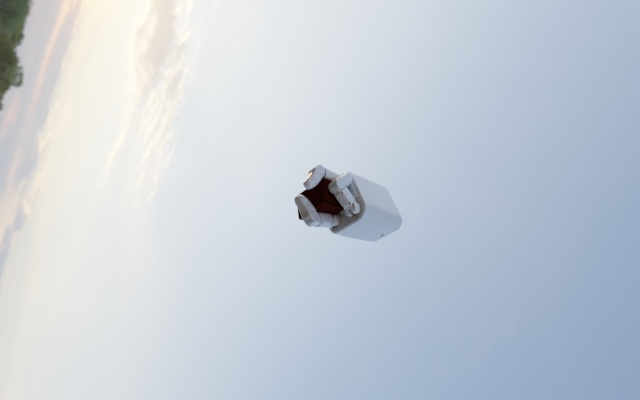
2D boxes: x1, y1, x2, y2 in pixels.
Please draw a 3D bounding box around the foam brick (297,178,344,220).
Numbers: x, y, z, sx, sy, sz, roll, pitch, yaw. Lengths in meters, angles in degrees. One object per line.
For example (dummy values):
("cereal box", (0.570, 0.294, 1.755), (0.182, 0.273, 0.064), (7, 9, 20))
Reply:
("foam brick", (0.000, 0.003, 0.874), (0.051, 0.053, 0.078), (17, -36, -36))
